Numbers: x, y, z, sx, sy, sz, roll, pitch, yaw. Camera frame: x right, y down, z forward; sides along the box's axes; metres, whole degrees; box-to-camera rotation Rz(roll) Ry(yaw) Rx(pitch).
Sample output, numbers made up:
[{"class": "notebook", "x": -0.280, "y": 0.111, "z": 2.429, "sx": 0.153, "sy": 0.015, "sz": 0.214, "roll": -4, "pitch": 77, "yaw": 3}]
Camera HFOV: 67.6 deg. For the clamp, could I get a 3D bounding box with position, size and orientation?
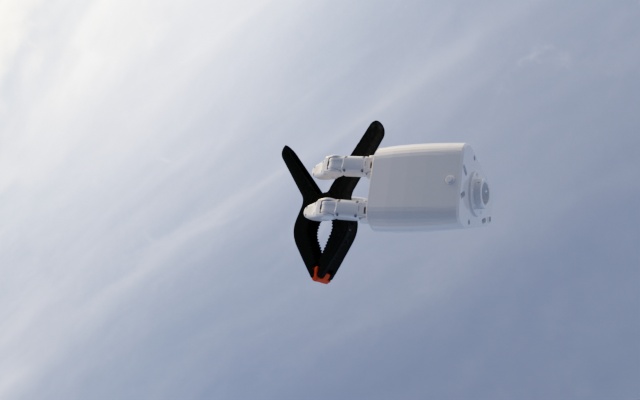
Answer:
[{"class": "clamp", "x": 0.001, "y": 0.003, "z": 0.629, "sx": 0.164, "sy": 0.210, "sz": 0.036, "roll": -2, "pitch": -18, "yaw": 39}]
